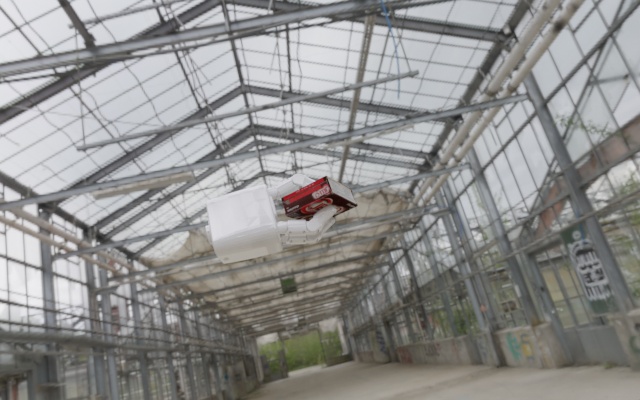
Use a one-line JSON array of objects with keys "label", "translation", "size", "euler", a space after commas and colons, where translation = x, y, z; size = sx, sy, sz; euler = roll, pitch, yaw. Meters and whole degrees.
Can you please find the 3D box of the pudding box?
[{"label": "pudding box", "translation": [0.000, 0.003, 0.808], "size": [0.090, 0.039, 0.113], "euler": [-25, -18, 20]}]
